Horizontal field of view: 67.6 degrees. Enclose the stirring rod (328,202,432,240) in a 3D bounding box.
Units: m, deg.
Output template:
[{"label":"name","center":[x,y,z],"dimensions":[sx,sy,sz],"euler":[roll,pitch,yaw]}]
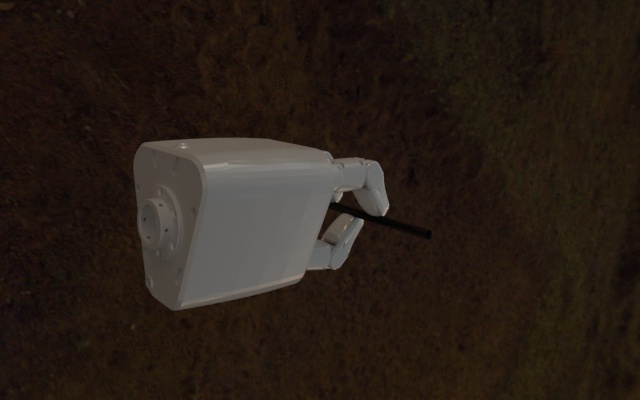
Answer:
[{"label":"stirring rod","center":[0.000,0.002,0.457],"dimensions":[0.239,0.011,0.011],"euler":[17,11,42]}]
